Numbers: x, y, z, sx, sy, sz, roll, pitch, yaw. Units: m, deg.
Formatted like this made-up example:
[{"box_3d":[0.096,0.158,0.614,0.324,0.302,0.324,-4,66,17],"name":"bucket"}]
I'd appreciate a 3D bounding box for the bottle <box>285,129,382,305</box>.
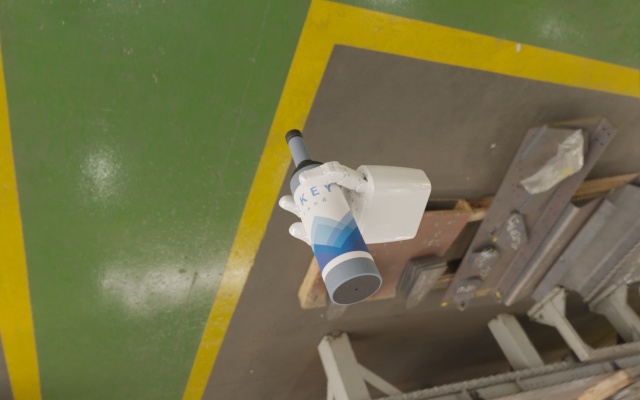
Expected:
[{"box_3d":[0.000,0.002,0.668,0.069,0.295,0.069,-13,-40,-11],"name":"bottle"}]
